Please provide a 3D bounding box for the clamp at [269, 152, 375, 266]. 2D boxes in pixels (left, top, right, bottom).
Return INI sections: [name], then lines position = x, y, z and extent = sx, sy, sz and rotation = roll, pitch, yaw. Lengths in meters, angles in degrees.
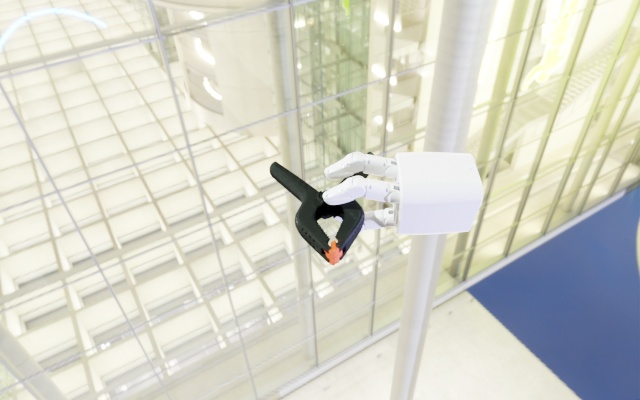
[clamp]
position = 0.000, 0.003, 0.673
extent = 0.164, 0.036, 0.209
rotation = -2, 42, 5
